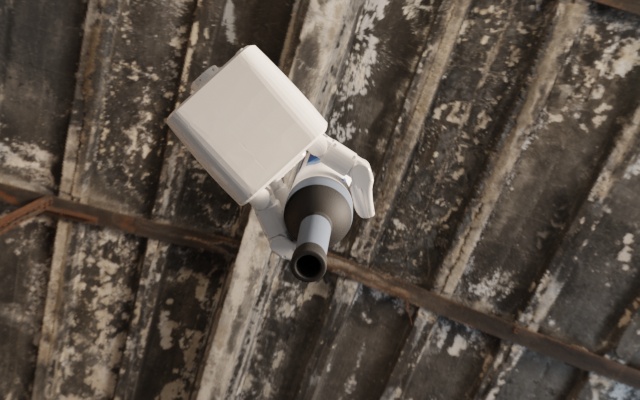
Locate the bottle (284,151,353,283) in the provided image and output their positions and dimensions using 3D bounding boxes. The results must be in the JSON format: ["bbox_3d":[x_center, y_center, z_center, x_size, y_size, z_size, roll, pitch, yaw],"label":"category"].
[{"bbox_3d":[0.000,0.002,0.493,0.069,0.069,0.295,0,19,4],"label":"bottle"}]
